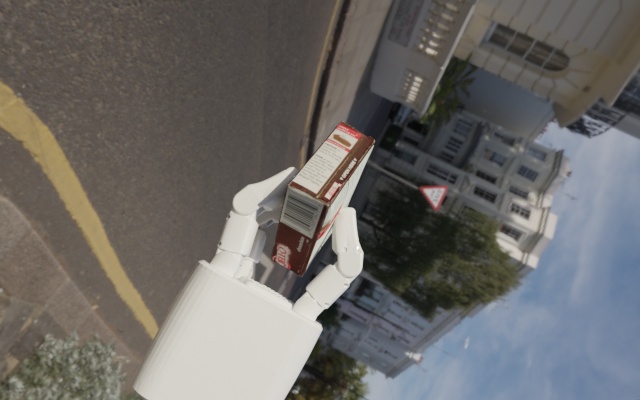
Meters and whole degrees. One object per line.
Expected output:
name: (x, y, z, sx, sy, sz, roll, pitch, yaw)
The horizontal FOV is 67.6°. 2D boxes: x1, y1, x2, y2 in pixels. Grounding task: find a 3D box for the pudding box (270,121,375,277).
pudding box: (0.000, 0.001, 0.415, 0.039, 0.090, 0.114, 30, -38, 7)
